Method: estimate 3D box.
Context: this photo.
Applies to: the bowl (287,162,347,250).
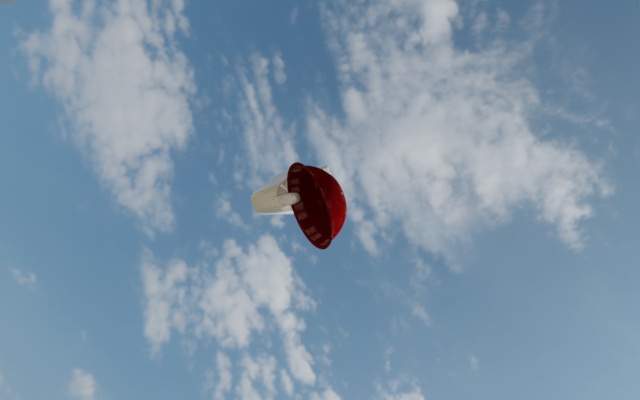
[{"bbox_3d":[0.001,0.003,0.850,0.055,0.162,0.162,-19,8,-23],"label":"bowl"}]
